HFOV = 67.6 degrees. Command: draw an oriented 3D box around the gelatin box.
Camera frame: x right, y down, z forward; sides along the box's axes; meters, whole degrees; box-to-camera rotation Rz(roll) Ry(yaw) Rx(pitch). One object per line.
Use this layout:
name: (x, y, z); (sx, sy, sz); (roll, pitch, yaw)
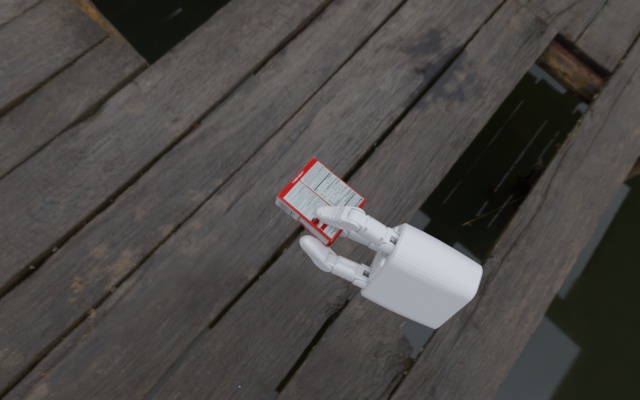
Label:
gelatin box: (0.000, 0.002, 0.593); (0.089, 0.073, 0.030); (40, -23, 3)
